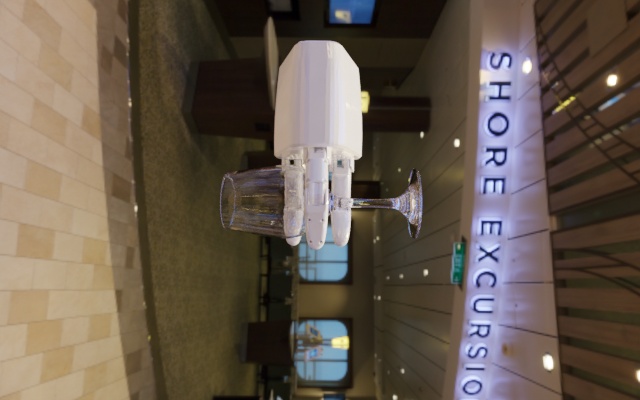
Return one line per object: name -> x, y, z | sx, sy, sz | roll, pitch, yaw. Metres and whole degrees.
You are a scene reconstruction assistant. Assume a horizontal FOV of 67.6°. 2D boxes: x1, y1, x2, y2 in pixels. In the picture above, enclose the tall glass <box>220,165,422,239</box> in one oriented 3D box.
tall glass -> 0.001, 0.002, 0.505 | 0.201, 0.079, 0.079 | 1, 0, 0
